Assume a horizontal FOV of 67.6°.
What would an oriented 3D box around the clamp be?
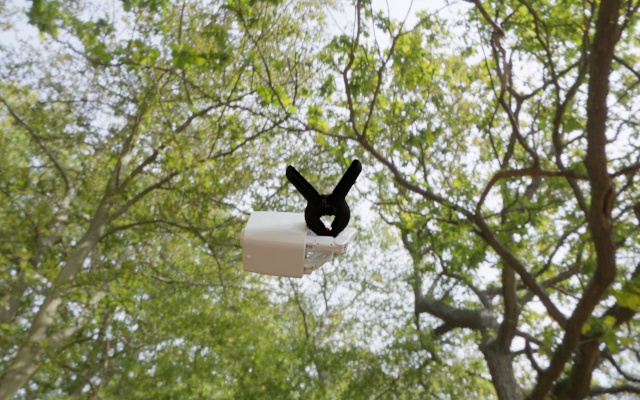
[{"bbox_3d":[0.000,0.002,0.792,0.120,0.172,0.039,5,36,-1],"label":"clamp"}]
